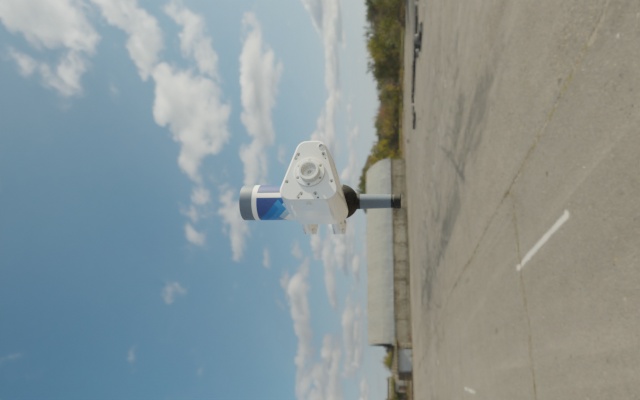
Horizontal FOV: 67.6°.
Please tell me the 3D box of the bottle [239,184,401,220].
[{"bbox_3d":[0.000,0.003,0.887,0.296,0.069,0.069,-1,0,10],"label":"bottle"}]
